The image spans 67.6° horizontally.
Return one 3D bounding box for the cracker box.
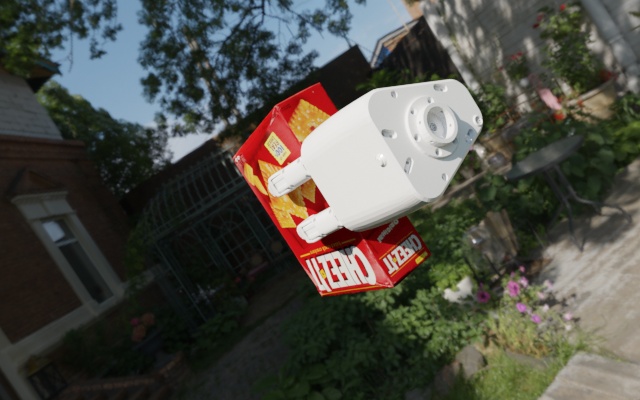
[{"bbox_3d":[0.000,0.002,0.543,0.072,0.214,0.164,-34,3,-29],"label":"cracker box"}]
